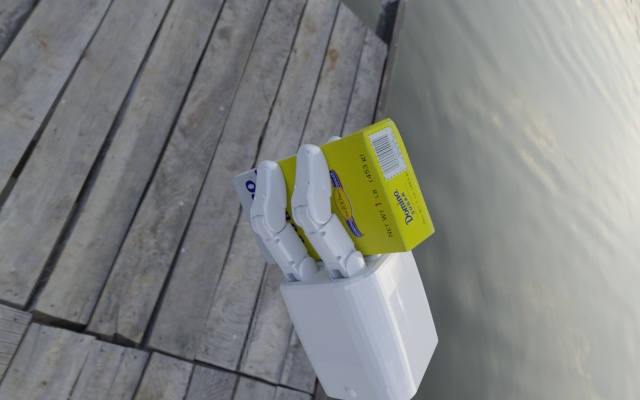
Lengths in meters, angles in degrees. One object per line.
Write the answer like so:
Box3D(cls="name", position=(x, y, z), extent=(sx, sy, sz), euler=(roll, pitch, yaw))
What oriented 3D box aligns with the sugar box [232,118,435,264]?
Box3D(cls="sugar box", position=(0.000, 0.002, 0.403), extent=(0.176, 0.093, 0.048), euler=(-14, 9, 46))
